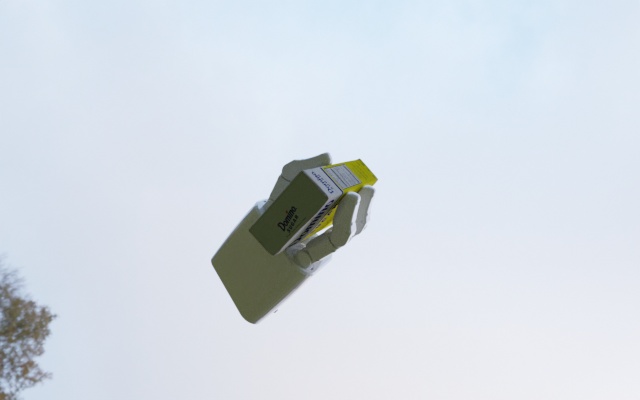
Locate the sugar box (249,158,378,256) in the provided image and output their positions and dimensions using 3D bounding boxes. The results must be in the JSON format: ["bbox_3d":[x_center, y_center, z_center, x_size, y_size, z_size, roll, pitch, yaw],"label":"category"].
[{"bbox_3d":[0.000,0.002,0.550,0.093,0.048,0.176,-47,-8,23],"label":"sugar box"}]
